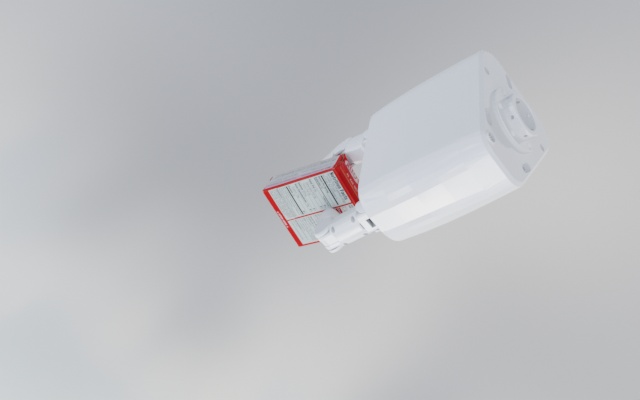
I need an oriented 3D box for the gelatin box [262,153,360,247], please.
[{"bbox_3d":[0.000,0.002,0.459,0.089,0.073,0.030,-16,28,32],"label":"gelatin box"}]
